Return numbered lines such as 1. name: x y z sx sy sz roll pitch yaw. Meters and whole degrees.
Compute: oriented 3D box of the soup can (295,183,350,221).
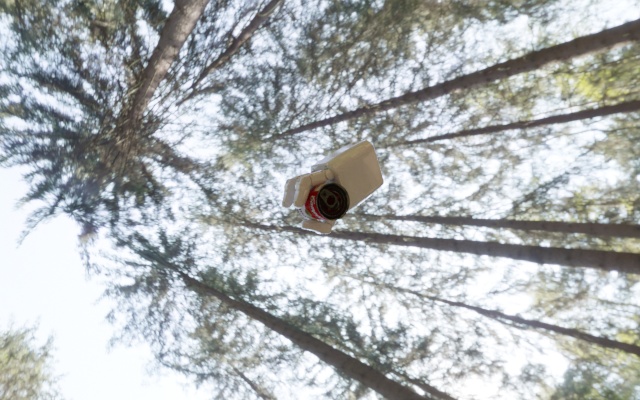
1. soup can: 0.000 0.003 0.895 0.068 0.068 0.102 0 -1 -27
